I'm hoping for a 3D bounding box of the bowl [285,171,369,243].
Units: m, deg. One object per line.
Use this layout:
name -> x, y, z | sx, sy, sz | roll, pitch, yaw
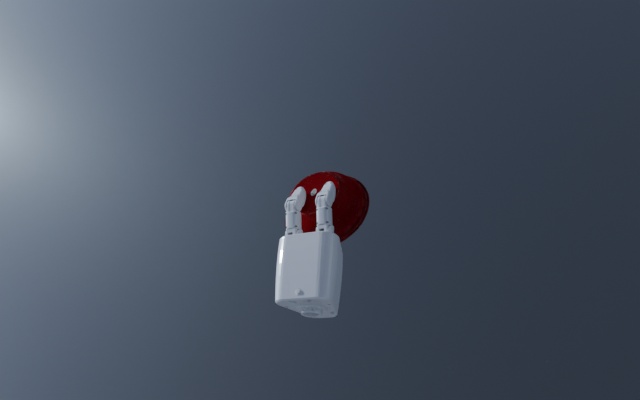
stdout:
bowl -> 0.000, 0.001, 0.828 | 0.162, 0.162, 0.055 | 0, -37, 29
